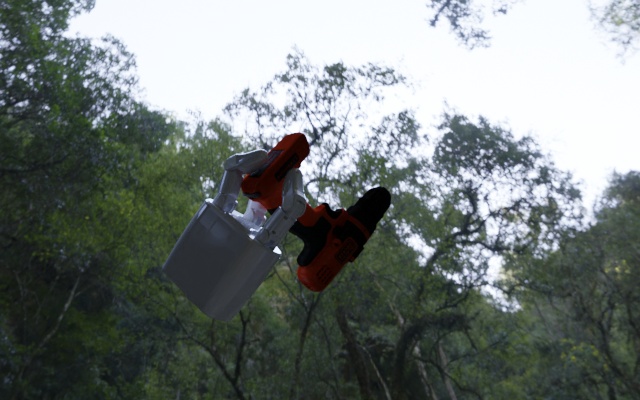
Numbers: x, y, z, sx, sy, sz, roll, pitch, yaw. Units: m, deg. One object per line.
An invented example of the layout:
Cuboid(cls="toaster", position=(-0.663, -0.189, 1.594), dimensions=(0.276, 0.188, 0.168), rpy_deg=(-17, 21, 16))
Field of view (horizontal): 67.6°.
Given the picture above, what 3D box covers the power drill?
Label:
Cuboid(cls="power drill", position=(0.000, 0.002, 0.640), dimensions=(0.184, 0.188, 0.057), rpy_deg=(-49, 25, -21))
